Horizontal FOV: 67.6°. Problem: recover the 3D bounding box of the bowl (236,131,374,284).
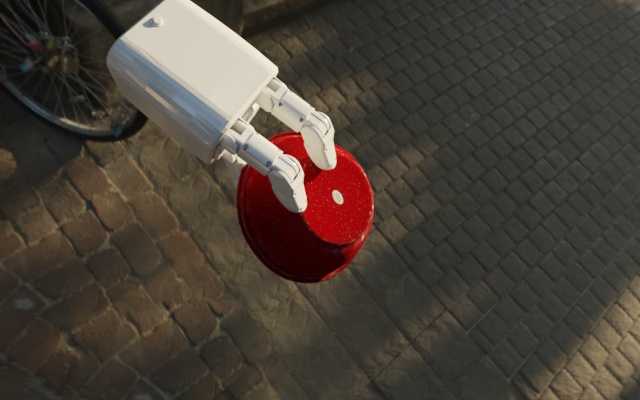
[{"bbox_3d":[0.001,0.002,0.482,0.162,0.162,0.055,0,-9,-35],"label":"bowl"}]
